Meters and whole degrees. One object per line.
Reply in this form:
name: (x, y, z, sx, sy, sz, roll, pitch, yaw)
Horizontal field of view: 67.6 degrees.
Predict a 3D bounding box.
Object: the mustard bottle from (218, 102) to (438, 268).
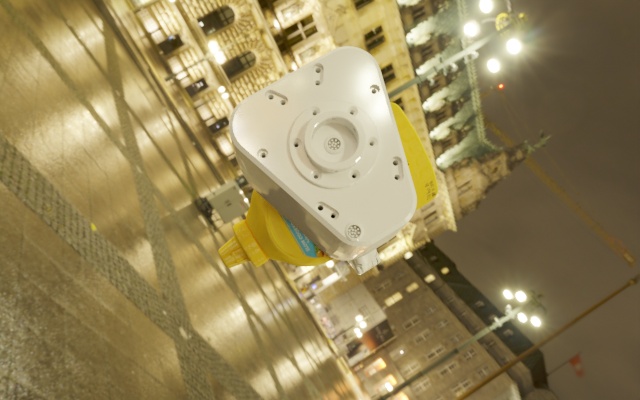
mustard bottle: (0.000, 0.001, 0.410, 0.191, 0.096, 0.058, -31, 17, -6)
